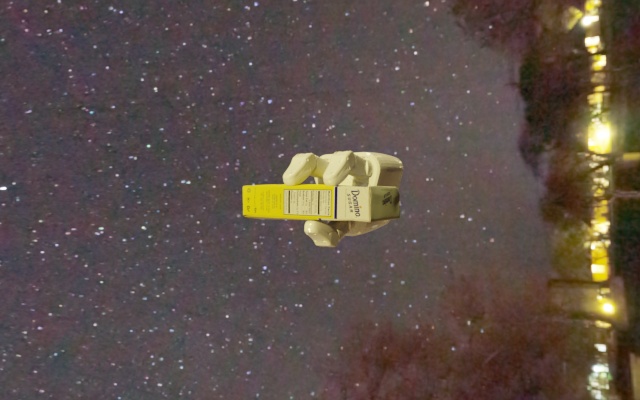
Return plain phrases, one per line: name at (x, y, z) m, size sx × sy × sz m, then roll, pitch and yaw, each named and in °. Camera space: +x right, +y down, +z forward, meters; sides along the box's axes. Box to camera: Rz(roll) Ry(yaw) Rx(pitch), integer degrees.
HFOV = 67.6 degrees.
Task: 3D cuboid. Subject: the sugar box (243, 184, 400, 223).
sugar box at (0.000, 0.001, 0.591) m, size 0.176 × 0.048 × 0.093 m, roll -2°, pitch 0°, yaw 29°
